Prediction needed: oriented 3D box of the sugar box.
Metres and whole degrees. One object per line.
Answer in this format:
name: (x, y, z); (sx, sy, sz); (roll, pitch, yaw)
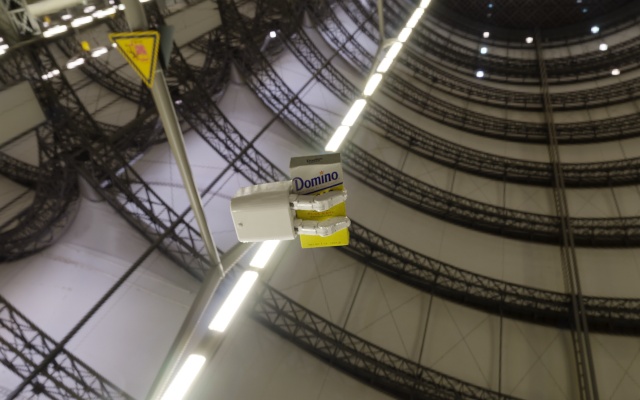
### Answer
sugar box: (0.000, 0.003, 0.880); (0.093, 0.176, 0.048); (-6, 33, 4)
